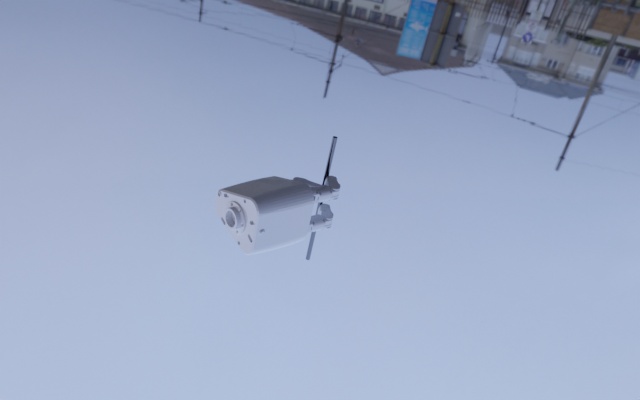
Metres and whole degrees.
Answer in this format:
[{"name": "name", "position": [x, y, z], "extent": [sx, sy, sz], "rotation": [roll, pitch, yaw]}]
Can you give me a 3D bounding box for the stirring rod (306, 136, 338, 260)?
[{"name": "stirring rod", "position": [0.000, 0.003, 0.822], "extent": [0.011, 0.240, 0.011], "rotation": [10, 27, -5]}]
